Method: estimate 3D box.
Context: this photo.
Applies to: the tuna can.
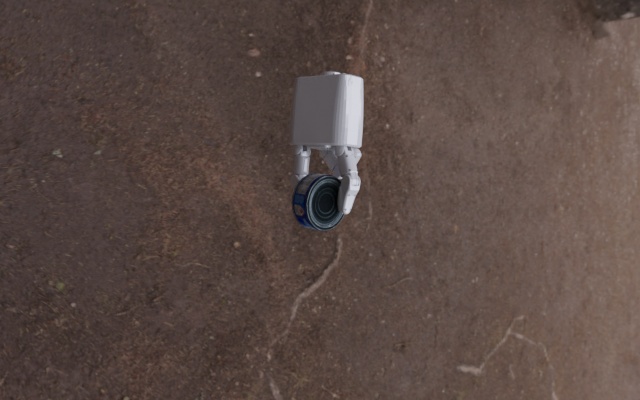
[{"bbox_3d":[0.000,0.002,0.719,0.086,0.086,0.033,0,7,-42],"label":"tuna can"}]
